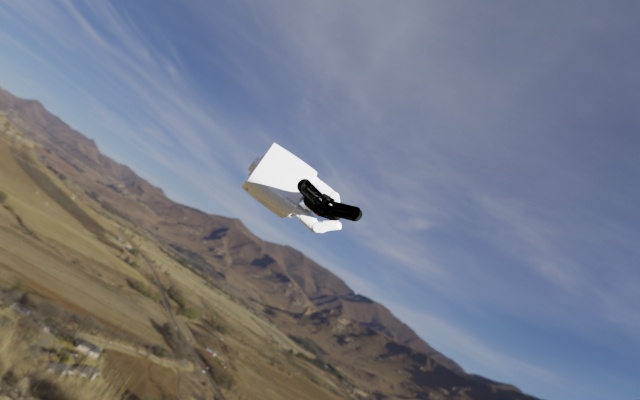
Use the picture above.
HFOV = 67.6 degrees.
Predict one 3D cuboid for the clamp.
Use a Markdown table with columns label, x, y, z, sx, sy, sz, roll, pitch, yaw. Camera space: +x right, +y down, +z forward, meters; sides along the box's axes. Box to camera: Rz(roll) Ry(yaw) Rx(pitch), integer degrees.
| label | x | y | z | sx | sy | sz | roll | pitch | yaw |
| --- | --- | --- | --- | --- | --- | --- | --- | --- | --- |
| clamp | 0.001 | 0.002 | 0.864 | 0.120 | 0.039 | 0.171 | 36 | -13 | -10 |
